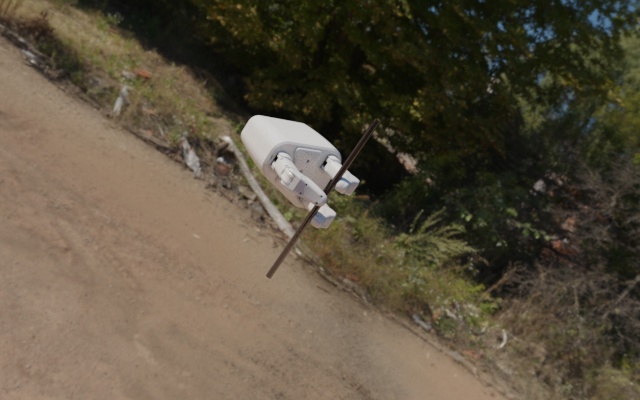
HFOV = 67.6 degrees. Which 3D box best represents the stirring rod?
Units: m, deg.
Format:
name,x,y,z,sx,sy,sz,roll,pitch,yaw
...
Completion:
name,x,y,z,sx,sy,sz,roll,pitch,yaw
stirring rod,0.000,0.002,0.588,0.011,0.239,0.011,33,13,-9
